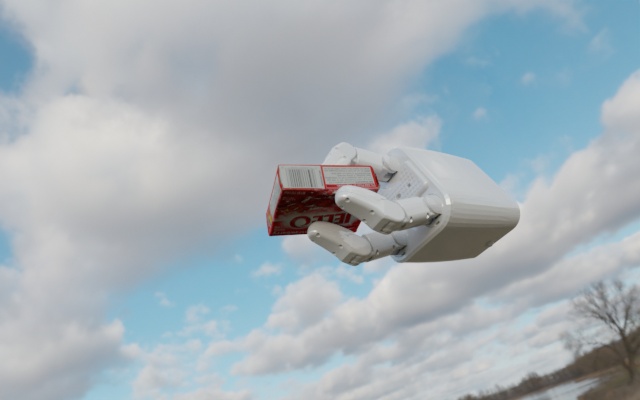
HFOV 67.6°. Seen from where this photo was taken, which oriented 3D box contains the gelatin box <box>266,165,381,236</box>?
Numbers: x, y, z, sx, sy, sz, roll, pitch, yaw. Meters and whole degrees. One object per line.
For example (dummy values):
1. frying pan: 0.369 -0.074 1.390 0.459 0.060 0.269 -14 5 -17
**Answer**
1. gelatin box: 0.000 0.001 0.432 0.089 0.030 0.073 -1 -35 -17
